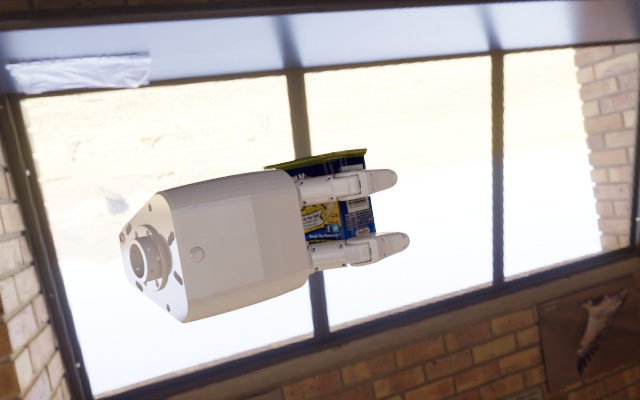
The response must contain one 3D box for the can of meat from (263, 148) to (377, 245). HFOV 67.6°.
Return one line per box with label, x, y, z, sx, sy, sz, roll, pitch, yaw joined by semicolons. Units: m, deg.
can of meat;0.000;0.002;0.440;0.102;0.084;0.057;-7;3;43
